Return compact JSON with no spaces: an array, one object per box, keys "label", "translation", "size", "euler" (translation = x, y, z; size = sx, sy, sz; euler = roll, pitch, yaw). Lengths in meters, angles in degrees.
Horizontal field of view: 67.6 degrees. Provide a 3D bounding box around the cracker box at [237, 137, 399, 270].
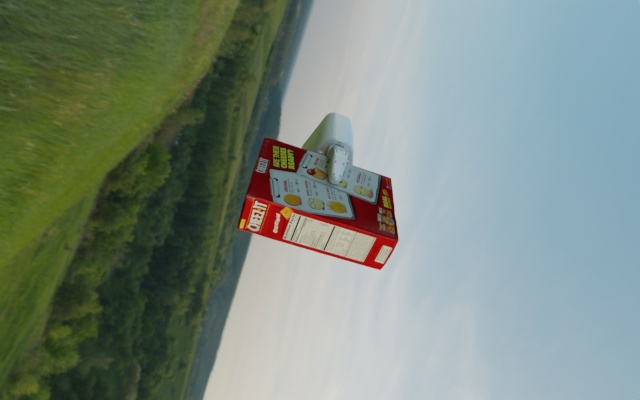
[{"label":"cracker box","translation":[0.000,0.002,0.704],"size":[0.214,0.072,0.164],"euler":[17,34,-8]}]
